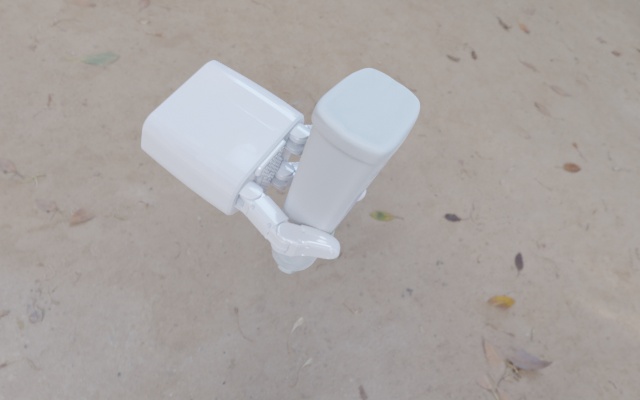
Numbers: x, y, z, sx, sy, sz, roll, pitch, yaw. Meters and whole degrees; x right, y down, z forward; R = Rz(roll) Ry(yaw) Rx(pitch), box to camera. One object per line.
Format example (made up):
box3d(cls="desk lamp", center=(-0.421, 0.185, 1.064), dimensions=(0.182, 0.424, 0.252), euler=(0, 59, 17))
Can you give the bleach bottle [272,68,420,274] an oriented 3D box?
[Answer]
box3d(cls="bleach bottle", center=(0.000, 0.001, 0.453), dimensions=(0.068, 0.251, 0.102), euler=(36, 47, 6))
